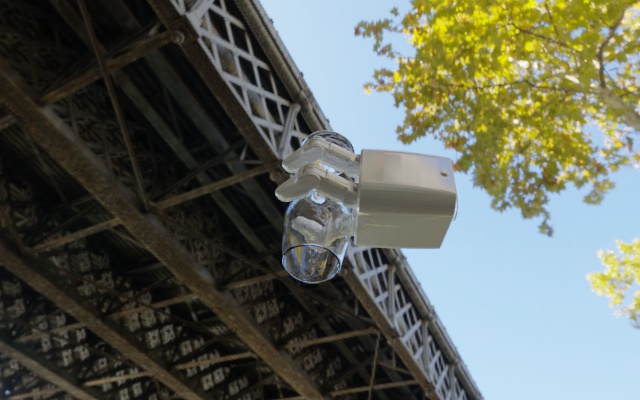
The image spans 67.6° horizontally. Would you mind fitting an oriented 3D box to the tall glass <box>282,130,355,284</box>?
[{"bbox_3d":[0.000,0.001,0.570,0.079,0.079,0.200,0,41,8],"label":"tall glass"}]
